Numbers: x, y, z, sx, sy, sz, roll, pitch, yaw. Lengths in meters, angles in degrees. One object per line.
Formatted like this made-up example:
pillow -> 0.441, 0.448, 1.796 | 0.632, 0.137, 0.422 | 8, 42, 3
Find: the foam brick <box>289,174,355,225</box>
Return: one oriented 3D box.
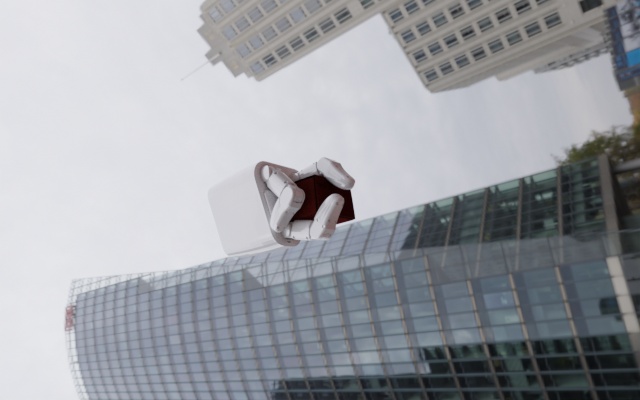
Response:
foam brick -> 0.000, 0.002, 0.627 | 0.051, 0.053, 0.078 | -19, -19, 37
